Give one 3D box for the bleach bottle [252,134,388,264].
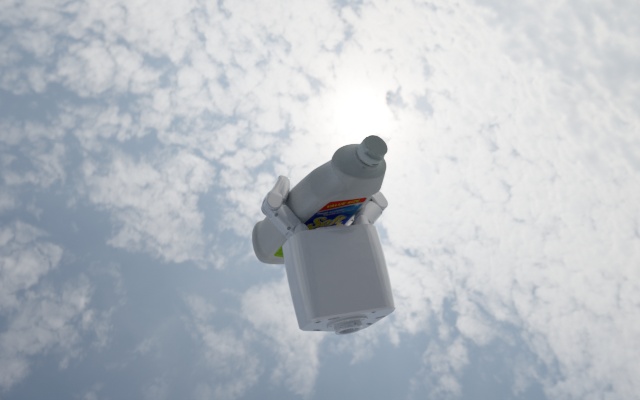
[{"bbox_3d":[0.000,0.002,0.604,0.102,0.068,0.251,3,-31,-27],"label":"bleach bottle"}]
